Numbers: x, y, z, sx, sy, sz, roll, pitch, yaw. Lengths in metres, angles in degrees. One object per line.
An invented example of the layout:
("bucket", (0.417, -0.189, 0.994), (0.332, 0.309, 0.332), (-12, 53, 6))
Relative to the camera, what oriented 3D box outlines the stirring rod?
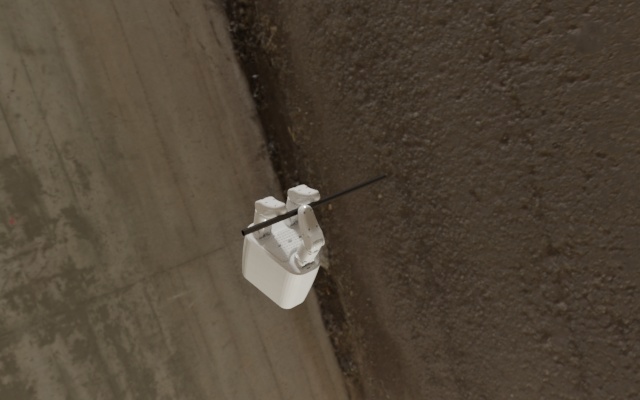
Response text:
("stirring rod", (0.000, 0.002, 0.649), (0.239, 0.011, 0.011), (-22, 12, -31))
